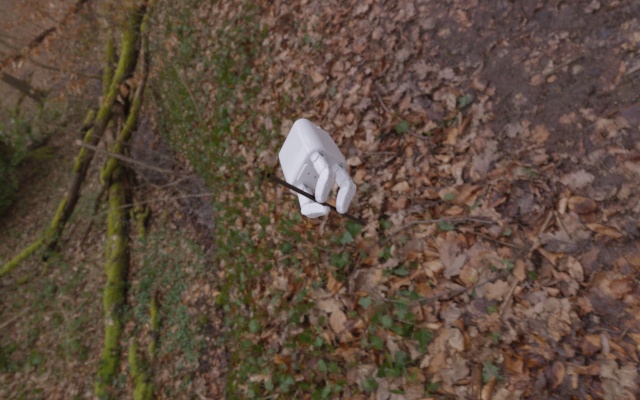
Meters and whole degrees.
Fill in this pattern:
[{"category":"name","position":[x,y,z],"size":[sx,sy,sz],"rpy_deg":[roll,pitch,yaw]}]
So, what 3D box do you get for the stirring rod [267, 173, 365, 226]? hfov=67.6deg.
[{"category":"stirring rod","position":[0.000,0.003,0.830],"size":[0.011,0.011,0.239],"rpy_deg":[0,-21,47]}]
